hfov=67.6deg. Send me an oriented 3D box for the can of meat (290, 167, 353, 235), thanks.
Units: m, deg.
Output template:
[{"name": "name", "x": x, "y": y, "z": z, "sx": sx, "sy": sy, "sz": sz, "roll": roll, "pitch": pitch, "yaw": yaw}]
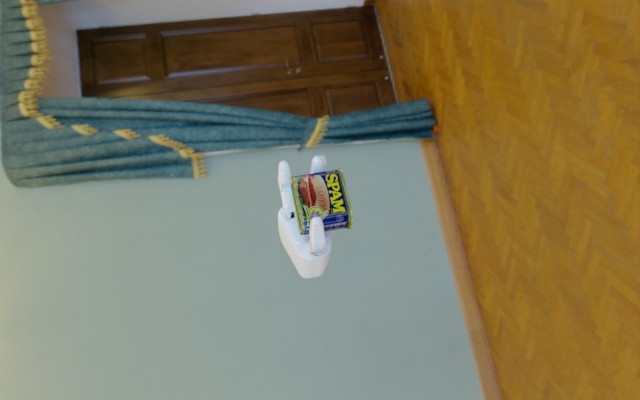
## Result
[{"name": "can of meat", "x": 0.000, "y": 0.003, "z": 0.779, "sx": 0.084, "sy": 0.102, "sz": 0.057, "roll": -9, "pitch": -23, "yaw": -8}]
